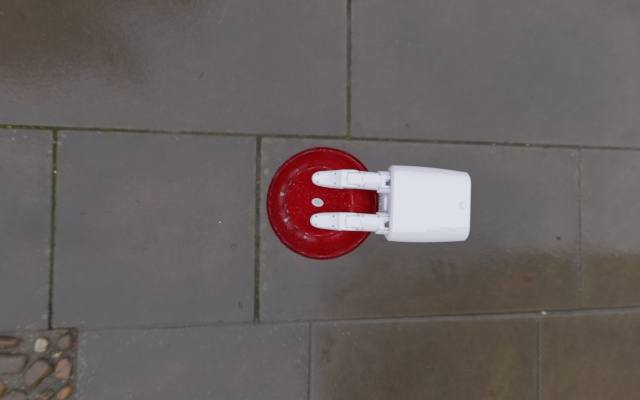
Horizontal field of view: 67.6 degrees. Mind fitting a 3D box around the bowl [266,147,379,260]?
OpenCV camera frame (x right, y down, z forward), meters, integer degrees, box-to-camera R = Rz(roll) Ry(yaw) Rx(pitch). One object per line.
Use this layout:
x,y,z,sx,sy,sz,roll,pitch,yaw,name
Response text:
-0.001,0.002,0.654,0.162,0.162,0.055,0,-3,5,bowl
